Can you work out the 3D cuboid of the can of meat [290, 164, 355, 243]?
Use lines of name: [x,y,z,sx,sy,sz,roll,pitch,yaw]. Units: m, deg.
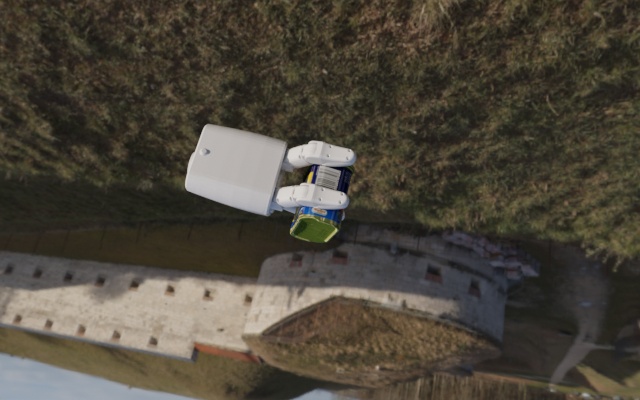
can of meat: [0.000,0.002,0.613,0.057,0.084,0.102,17,-21,-7]
